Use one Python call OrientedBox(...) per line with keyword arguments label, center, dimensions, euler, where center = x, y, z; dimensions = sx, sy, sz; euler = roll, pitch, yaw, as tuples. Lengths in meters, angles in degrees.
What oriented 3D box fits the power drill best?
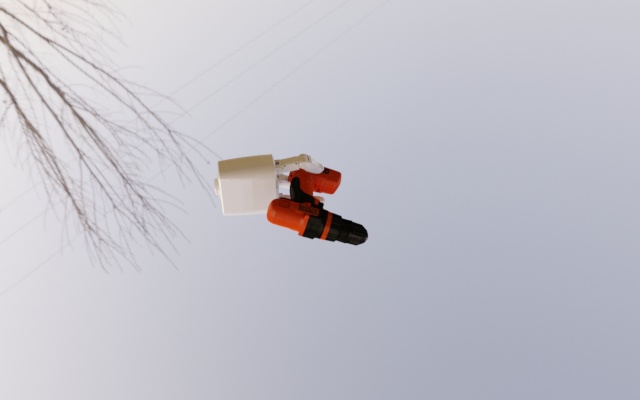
OrientedBox(label="power drill", center=(0.000, 0.003, 0.898), dimensions=(0.184, 0.057, 0.187), euler=(18, 31, -8))
